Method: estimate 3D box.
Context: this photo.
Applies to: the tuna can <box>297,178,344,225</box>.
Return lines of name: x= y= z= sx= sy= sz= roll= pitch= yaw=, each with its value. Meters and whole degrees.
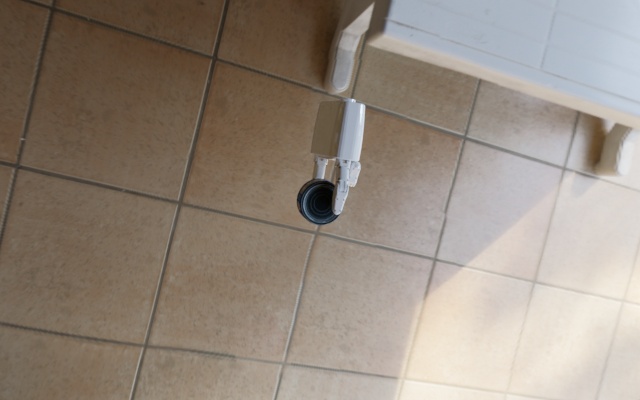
tuna can: x=0.000 y=0.003 z=0.898 sx=0.086 sy=0.086 sz=0.033 roll=0 pitch=11 yaw=-14
